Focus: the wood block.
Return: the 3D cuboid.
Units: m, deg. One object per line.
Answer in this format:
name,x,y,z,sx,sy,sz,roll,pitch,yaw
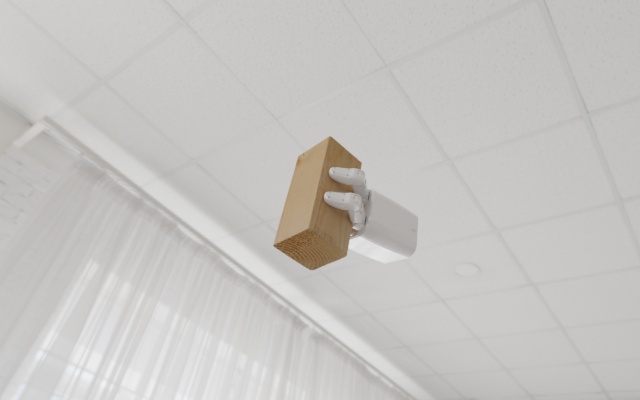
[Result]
wood block,0.000,0.003,0.827,0.090,0.206,0.091,37,-45,-27
